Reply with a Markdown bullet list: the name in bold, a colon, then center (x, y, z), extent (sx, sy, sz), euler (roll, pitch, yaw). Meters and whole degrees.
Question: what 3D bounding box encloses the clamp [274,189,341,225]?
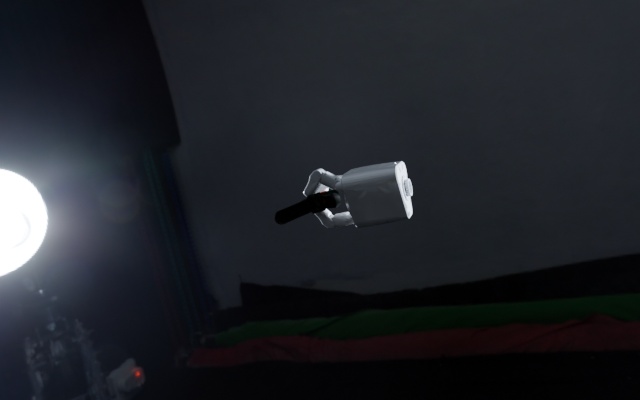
- **clamp**: center (0.000, 0.003, 0.869), extent (0.120, 0.039, 0.171), euler (-11, 9, 23)
